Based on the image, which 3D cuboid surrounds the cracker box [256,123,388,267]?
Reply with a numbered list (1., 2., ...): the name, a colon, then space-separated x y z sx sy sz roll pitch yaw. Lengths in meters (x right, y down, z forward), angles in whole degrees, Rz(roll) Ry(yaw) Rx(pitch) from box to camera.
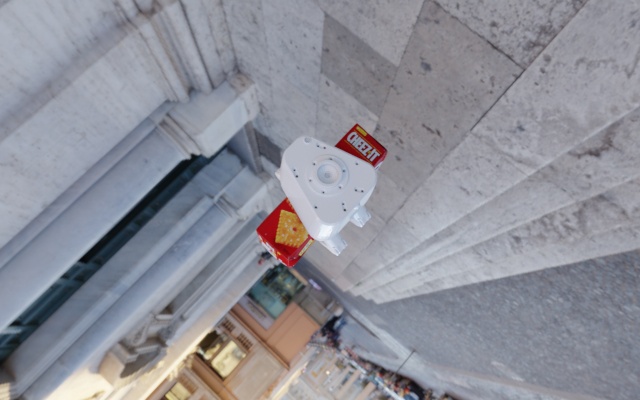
1. cracker box: 0.000 0.002 0.739 0.072 0.213 0.164 43 -12 5
